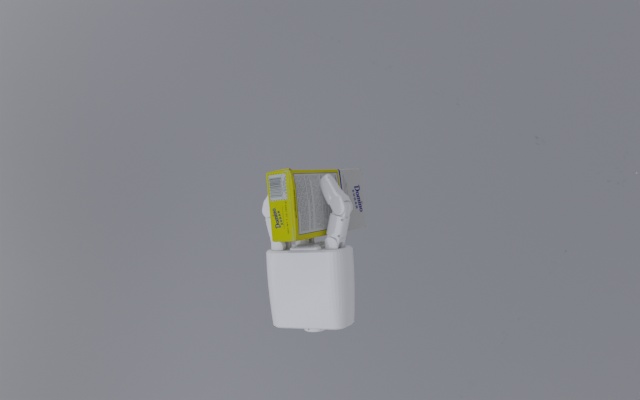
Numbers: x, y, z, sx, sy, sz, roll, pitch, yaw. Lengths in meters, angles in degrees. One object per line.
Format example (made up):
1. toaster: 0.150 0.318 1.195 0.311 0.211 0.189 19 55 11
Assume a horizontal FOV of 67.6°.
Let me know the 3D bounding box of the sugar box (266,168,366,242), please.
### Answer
1. sugar box: 0.000 0.002 0.673 0.048 0.093 0.176 -4 0 34
